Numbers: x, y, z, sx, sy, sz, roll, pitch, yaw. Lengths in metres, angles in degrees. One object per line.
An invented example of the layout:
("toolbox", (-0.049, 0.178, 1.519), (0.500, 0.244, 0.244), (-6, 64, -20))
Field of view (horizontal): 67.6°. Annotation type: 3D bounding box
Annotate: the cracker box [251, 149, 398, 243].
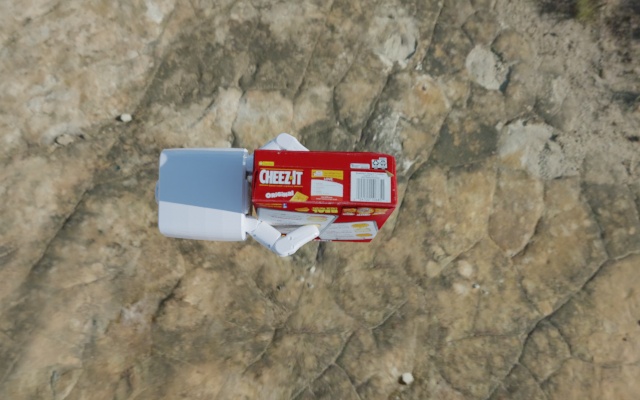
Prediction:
("cracker box", (0.000, 0.002, 0.631), (0.164, 0.072, 0.214), (2, -16, -2))
